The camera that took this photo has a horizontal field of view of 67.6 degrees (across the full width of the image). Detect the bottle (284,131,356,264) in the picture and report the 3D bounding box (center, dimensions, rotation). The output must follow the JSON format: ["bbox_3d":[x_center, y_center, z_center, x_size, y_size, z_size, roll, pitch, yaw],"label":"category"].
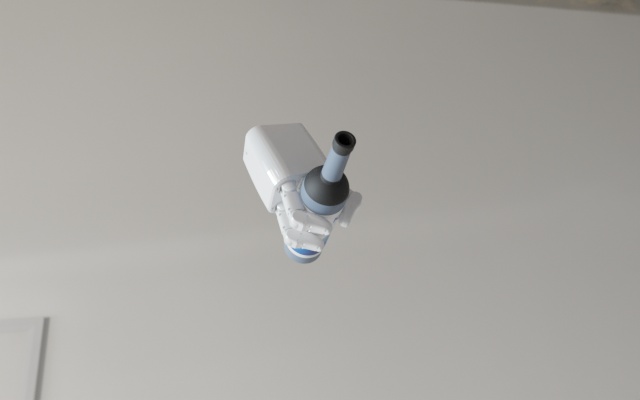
[{"bbox_3d":[0.000,0.002,0.696,0.069,0.069,0.296,0,-31,-14],"label":"bottle"}]
